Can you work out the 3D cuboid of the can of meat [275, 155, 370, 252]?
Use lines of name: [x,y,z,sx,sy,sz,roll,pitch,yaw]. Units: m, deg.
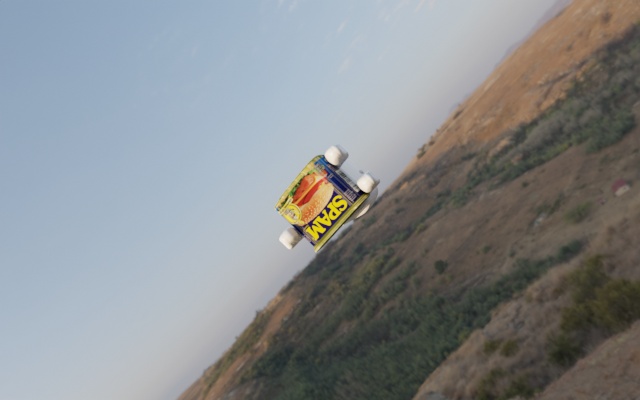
can of meat: [0.000,0.002,0.629,0.084,0.102,0.057,44,23,6]
